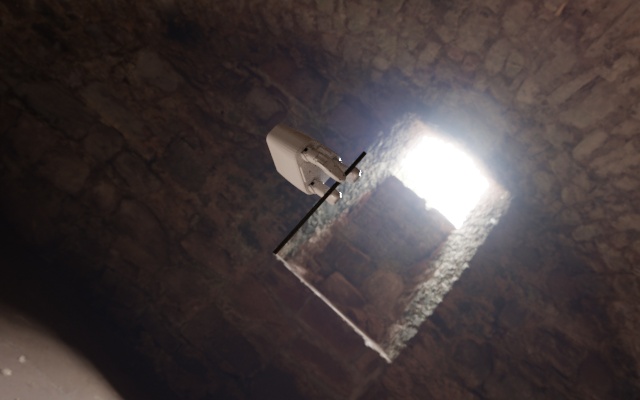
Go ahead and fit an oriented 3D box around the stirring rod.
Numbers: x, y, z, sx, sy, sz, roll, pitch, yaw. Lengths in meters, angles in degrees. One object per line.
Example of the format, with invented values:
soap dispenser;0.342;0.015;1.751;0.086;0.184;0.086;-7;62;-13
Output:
stirring rod;0.000;0.003;0.837;0.011;0.239;0.011;41;-9;8
